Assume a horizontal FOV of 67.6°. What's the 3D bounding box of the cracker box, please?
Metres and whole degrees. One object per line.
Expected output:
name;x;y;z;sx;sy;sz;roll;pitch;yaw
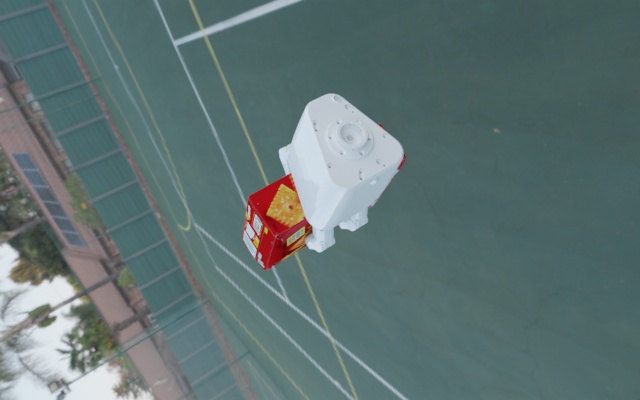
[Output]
cracker box;0.000;0.002;0.670;0.213;0.072;0.164;-30;-14;-22
